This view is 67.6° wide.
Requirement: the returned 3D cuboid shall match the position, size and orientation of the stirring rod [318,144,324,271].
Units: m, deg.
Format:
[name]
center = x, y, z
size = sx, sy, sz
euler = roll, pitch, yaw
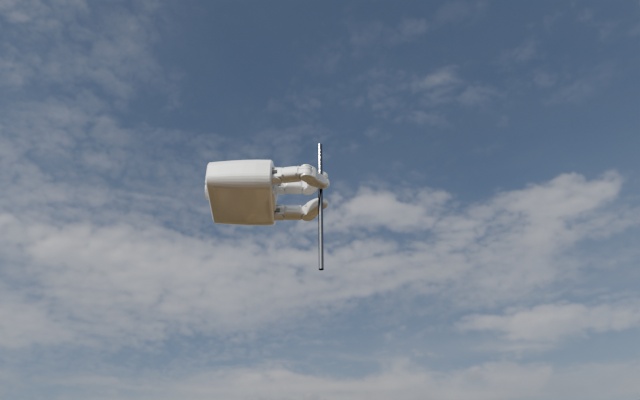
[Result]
[stirring rod]
center = 0.000, 0.003, 0.784
size = 0.011, 0.239, 0.011
euler = 0, -32, 0
